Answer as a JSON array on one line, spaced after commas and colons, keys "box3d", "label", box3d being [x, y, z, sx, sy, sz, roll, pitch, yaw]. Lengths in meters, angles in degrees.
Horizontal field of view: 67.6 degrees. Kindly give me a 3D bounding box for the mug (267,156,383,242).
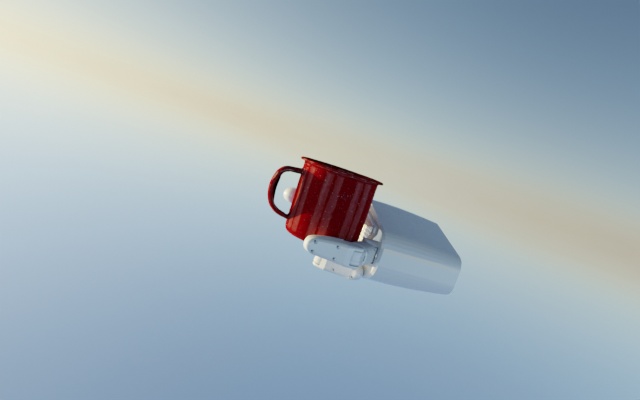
[{"box3d": [-0.001, 0.001, 0.513, 0.117, 0.081, 0.093, 16, 7, -17], "label": "mug"}]
